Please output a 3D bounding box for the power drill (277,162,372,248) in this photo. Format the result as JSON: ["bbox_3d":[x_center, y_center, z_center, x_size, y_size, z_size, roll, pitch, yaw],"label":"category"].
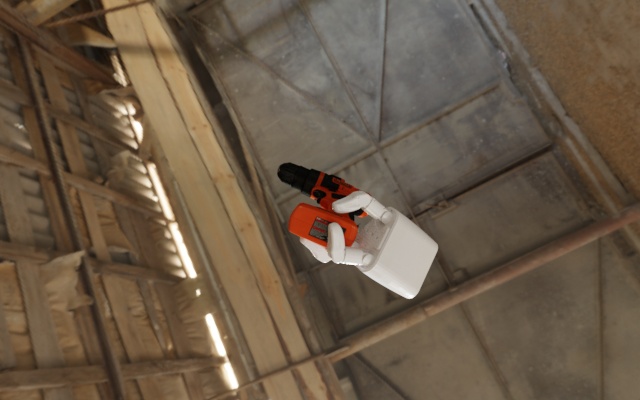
[{"bbox_3d":[0.000,0.003,0.806,0.184,0.057,0.187,21,25,-1],"label":"power drill"}]
